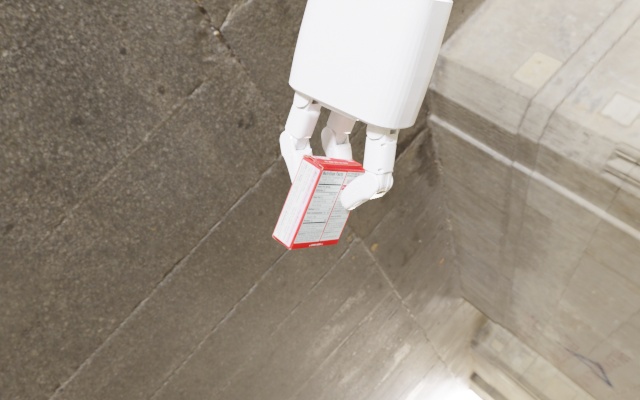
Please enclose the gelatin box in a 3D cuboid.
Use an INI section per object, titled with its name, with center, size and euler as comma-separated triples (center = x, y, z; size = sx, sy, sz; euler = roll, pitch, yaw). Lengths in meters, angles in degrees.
[gelatin box]
center = 0.000, 0.002, 0.465
size = 0.030, 0.089, 0.073
euler = 34, 21, 34
